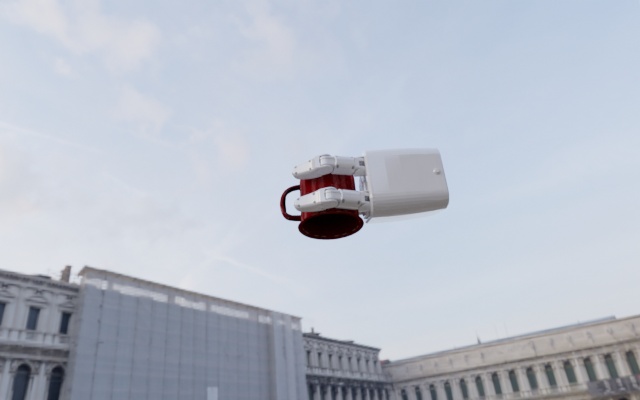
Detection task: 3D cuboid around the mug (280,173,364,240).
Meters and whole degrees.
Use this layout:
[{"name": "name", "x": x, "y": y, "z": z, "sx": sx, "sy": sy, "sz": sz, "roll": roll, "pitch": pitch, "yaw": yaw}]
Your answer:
[{"name": "mug", "x": -0.001, "y": 0.002, "z": 0.687, "sx": 0.117, "sy": 0.081, "sz": 0.093, "roll": -3, "pitch": -28, "yaw": -2}]
